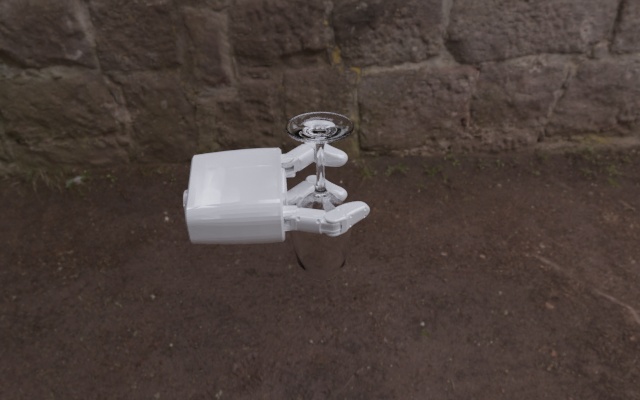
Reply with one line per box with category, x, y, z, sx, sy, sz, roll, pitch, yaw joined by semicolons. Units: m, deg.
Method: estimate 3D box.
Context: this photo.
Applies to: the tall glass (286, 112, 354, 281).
tall glass;0.000;0.001;0.571;0.079;0.201;0.079;-1;34;1
